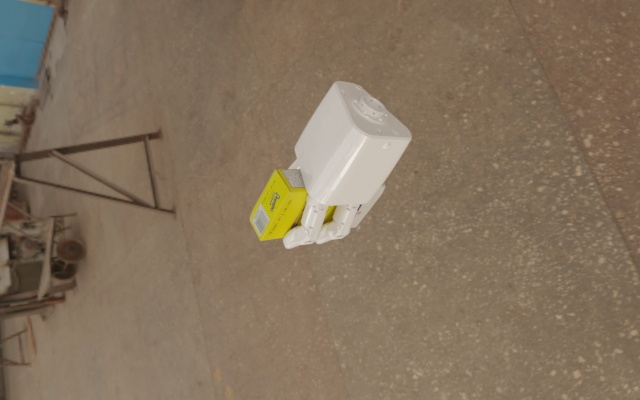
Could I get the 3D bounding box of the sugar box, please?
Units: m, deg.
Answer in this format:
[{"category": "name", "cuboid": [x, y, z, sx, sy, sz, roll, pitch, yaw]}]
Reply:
[{"category": "sugar box", "cuboid": [0.000, 0.002, 0.642, 0.176, 0.048, 0.093, -3, -41, -40]}]
